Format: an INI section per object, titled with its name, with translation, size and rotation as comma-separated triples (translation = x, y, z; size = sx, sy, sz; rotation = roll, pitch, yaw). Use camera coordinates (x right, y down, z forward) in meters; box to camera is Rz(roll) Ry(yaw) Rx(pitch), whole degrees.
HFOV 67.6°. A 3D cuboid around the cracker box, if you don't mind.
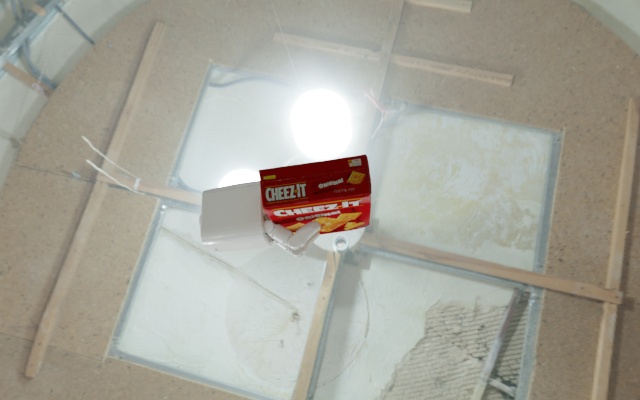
[cracker box]
translation = 0.000, 0.002, 0.795
size = 0.164, 0.072, 0.214
rotation = -9, -16, 2
